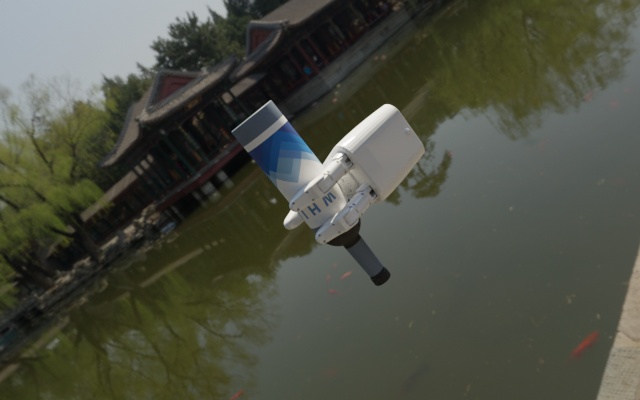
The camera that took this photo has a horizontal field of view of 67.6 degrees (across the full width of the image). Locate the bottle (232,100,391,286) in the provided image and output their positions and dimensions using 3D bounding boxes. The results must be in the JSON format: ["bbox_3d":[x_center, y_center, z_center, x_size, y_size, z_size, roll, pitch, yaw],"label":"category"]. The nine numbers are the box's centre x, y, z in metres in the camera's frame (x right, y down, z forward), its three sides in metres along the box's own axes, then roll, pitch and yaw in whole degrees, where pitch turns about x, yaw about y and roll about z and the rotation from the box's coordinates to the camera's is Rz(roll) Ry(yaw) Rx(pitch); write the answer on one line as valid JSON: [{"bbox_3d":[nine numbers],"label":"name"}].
[{"bbox_3d":[0.000,0.002,0.652,0.069,0.296,0.069,-36,14,10],"label":"bottle"}]
